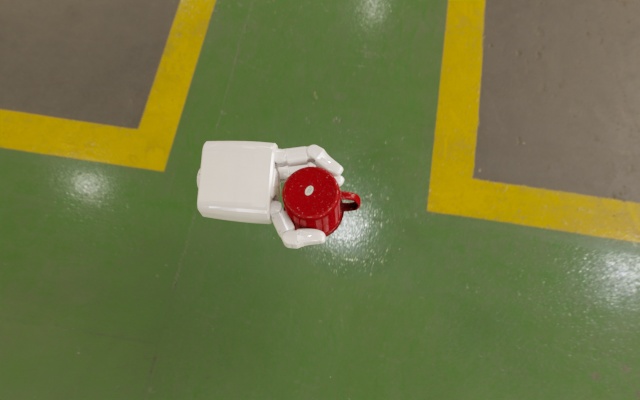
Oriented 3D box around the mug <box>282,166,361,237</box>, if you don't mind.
[{"bbox_3d":[0.002,0.002,0.695,0.117,0.093,0.081,2,-20,3],"label":"mug"}]
